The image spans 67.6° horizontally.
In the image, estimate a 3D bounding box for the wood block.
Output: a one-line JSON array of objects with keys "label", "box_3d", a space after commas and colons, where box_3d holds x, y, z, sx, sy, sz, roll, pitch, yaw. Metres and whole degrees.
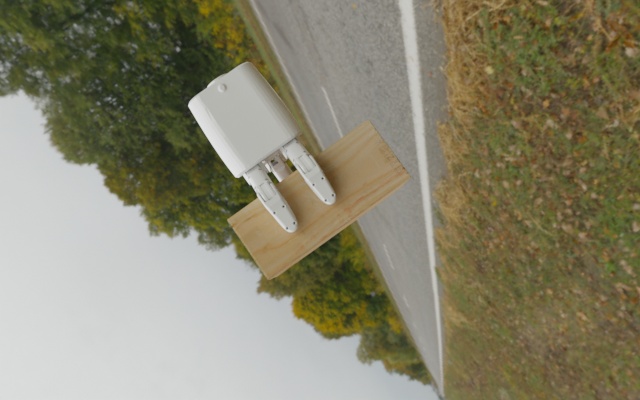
[{"label": "wood block", "box_3d": [0.000, 0.002, 0.603, 0.206, 0.090, 0.091, -35, -5, -1]}]
